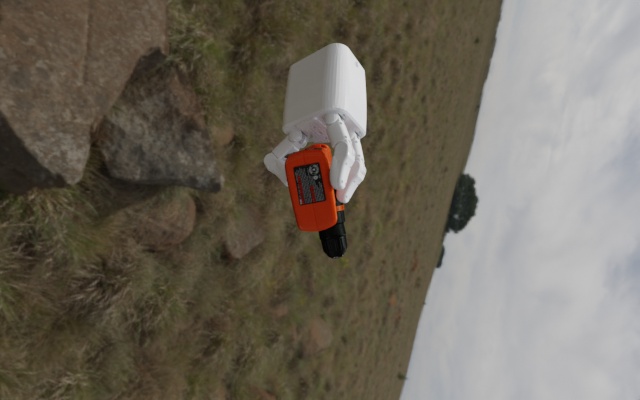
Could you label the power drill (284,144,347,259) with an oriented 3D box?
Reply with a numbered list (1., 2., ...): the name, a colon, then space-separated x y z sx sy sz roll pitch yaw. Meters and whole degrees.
1. power drill: 0.000 0.002 0.693 0.057 0.184 0.187 -13 -1 5
